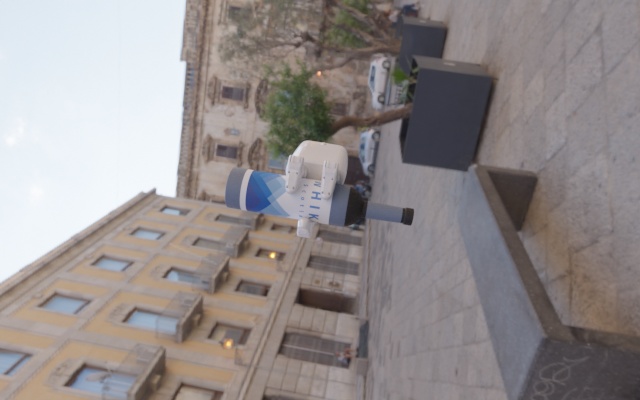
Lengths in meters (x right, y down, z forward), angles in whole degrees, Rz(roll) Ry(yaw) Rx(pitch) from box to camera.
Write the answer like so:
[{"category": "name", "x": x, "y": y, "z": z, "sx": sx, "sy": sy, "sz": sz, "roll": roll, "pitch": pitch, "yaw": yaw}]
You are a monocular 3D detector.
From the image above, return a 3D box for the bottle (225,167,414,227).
[{"category": "bottle", "x": 0.000, "y": 0.003, "z": 0.763, "sx": 0.296, "sy": 0.069, "sz": 0.069, "roll": 9, "pitch": 1, "yaw": 4}]
